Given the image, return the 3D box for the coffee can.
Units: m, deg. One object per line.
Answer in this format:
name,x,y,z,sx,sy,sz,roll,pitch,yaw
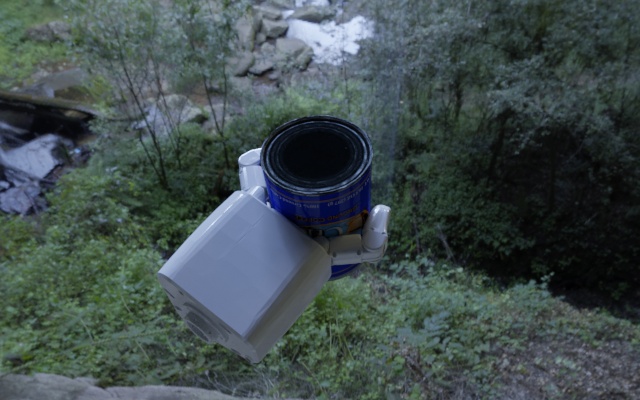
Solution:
coffee can,0.000,0.002,0.480,0.103,0.102,0.140,0,-41,4
